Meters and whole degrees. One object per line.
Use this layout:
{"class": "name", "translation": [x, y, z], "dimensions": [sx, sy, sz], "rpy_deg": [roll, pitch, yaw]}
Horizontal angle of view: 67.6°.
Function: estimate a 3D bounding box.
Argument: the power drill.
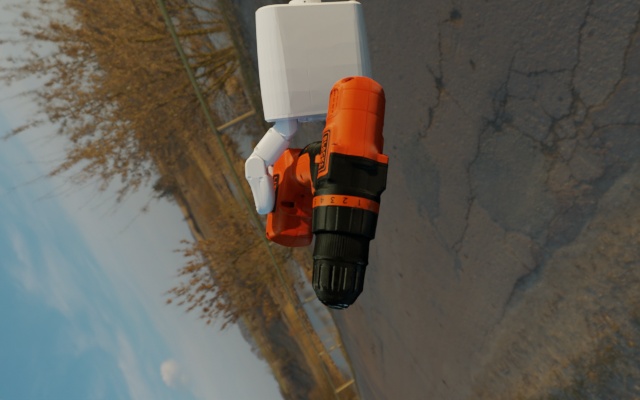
{"class": "power drill", "translation": [0.000, 0.001, 0.440], "dimensions": [0.057, 0.184, 0.188], "rpy_deg": [12, -12, -19]}
